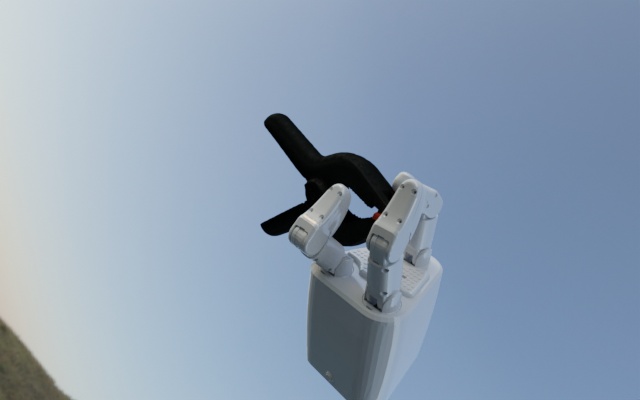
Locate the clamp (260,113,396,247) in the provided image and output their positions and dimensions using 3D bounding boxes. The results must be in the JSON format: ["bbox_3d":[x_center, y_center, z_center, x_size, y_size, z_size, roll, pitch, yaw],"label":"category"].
[{"bbox_3d":[0.001,0.001,0.424,0.039,0.120,0.171,-16,34,-38],"label":"clamp"}]
